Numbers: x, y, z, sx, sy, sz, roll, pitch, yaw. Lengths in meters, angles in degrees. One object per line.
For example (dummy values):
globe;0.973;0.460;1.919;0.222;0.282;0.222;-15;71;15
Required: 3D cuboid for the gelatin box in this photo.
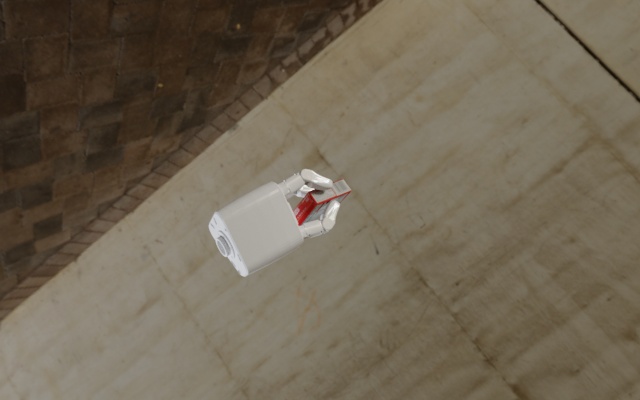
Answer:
gelatin box;0.001;0.003;0.827;0.089;0.030;0.073;-22;-19;-40
